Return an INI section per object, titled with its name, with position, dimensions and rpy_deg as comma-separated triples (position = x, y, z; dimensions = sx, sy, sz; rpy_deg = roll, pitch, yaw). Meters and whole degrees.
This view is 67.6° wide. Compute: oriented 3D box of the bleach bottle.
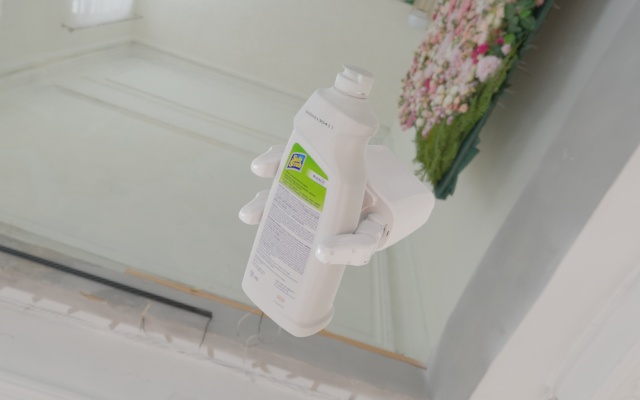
[bleach bottle]
position = 0.000, 0.001, 0.450
dimensions = 0.102, 0.251, 0.068
rpy_deg = 33, 29, 26
